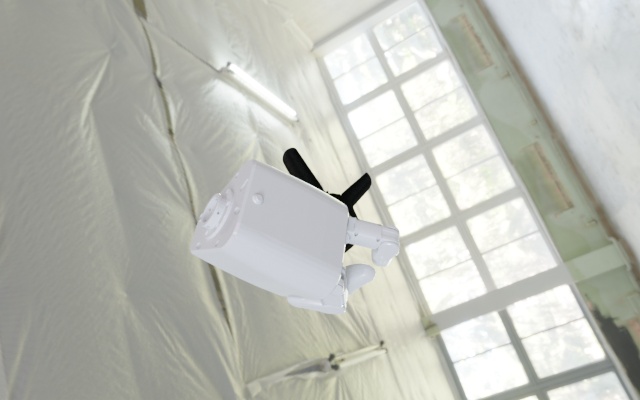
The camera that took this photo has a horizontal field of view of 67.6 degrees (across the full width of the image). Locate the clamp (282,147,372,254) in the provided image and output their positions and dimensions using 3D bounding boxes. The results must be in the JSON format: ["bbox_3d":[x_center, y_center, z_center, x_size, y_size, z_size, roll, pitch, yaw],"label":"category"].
[{"bbox_3d":[0.000,0.002,0.561,0.120,0.039,0.171,19,38,-5],"label":"clamp"}]
